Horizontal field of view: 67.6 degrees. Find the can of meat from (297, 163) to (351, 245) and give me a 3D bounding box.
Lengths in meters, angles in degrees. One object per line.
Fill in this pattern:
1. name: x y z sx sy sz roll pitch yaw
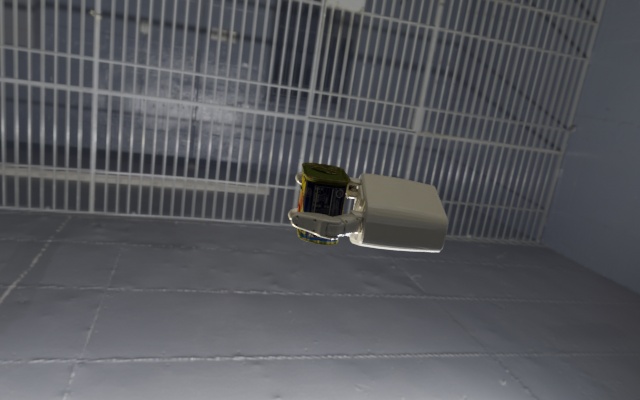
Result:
1. can of meat: 0.000 0.002 0.619 0.057 0.084 0.102 7 14 -7
